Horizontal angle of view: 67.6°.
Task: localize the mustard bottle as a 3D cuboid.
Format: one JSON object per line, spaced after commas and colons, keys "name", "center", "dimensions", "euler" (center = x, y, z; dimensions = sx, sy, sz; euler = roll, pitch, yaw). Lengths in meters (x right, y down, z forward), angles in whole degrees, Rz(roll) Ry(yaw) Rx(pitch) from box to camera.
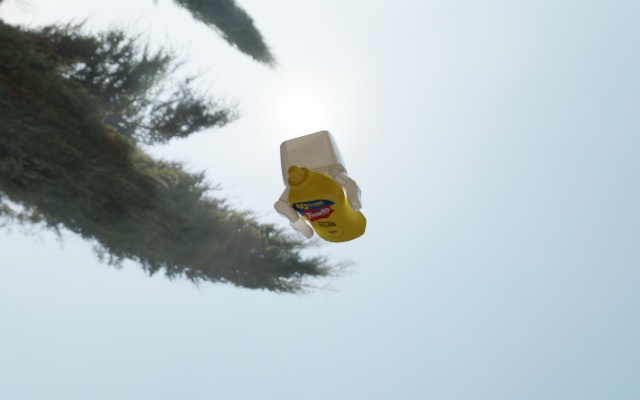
{"name": "mustard bottle", "center": [0.000, 0.003, 0.823], "dimensions": [0.096, 0.058, 0.192], "euler": [-7, -38, 31]}
